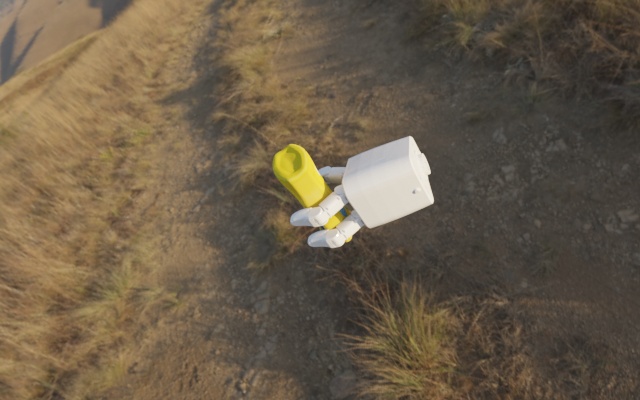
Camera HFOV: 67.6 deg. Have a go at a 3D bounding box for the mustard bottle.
[{"bbox_3d":[0.000,0.002,0.757,0.058,0.192,0.096,-37,36,1],"label":"mustard bottle"}]
